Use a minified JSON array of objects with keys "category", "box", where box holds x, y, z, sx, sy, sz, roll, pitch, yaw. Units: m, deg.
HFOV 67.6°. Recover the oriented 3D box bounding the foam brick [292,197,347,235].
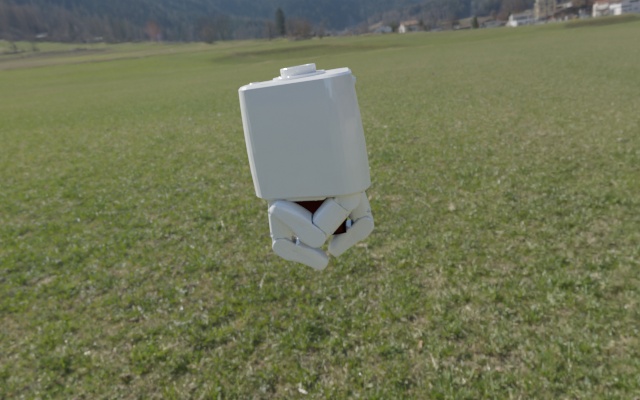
[{"category":"foam brick","box":[0.000,0.002,0.516,0.053,0.051,0.078,-8,17,5]}]
